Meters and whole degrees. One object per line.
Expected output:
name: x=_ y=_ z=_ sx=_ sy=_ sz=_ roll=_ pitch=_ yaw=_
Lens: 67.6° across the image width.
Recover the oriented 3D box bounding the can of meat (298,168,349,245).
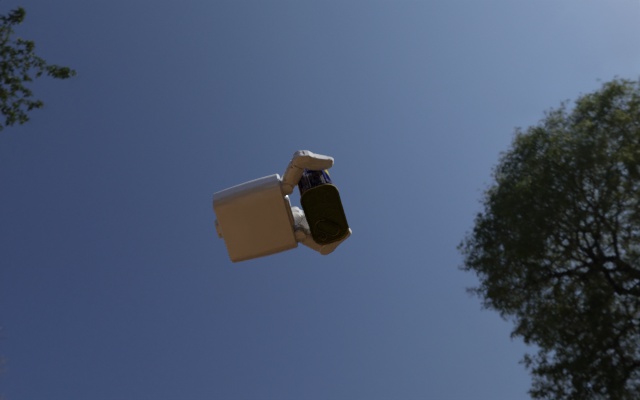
can of meat: x=0.000 y=0.002 z=0.733 sx=0.057 sy=0.102 sz=0.084 roll=-19 pitch=32 yaw=-1
